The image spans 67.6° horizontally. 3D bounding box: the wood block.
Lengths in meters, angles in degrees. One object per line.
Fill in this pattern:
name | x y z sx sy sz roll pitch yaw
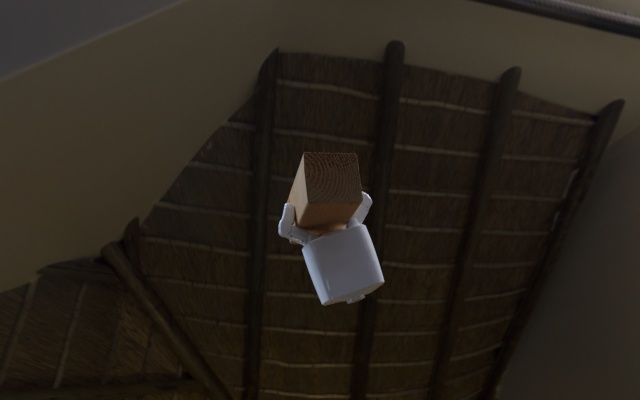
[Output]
wood block | 0.000 0.003 0.841 0.091 0.090 0.206 -1 -23 -13
